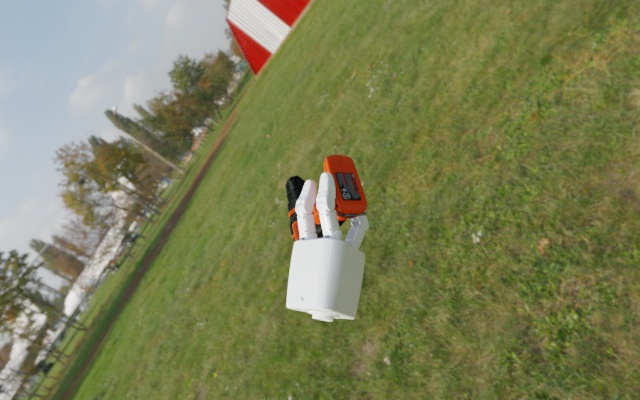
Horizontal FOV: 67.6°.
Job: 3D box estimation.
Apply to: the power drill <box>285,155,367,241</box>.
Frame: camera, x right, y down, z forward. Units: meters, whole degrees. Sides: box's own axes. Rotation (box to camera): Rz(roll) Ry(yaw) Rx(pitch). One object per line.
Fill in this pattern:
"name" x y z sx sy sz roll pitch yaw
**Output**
"power drill" 0.000 0.003 0.823 0.057 0.184 0.188 -3 -28 -29
